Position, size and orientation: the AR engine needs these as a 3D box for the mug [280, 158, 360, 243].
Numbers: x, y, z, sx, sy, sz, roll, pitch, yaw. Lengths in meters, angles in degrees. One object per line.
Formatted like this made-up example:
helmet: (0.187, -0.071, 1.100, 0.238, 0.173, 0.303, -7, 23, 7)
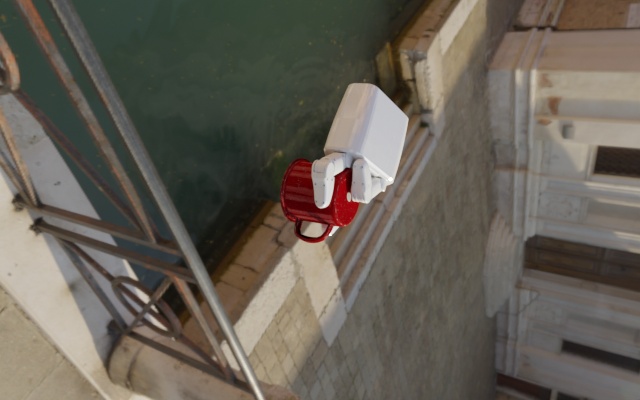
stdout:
mug: (0.000, 0.003, 0.657, 0.081, 0.117, 0.093, 9, -17, 29)
